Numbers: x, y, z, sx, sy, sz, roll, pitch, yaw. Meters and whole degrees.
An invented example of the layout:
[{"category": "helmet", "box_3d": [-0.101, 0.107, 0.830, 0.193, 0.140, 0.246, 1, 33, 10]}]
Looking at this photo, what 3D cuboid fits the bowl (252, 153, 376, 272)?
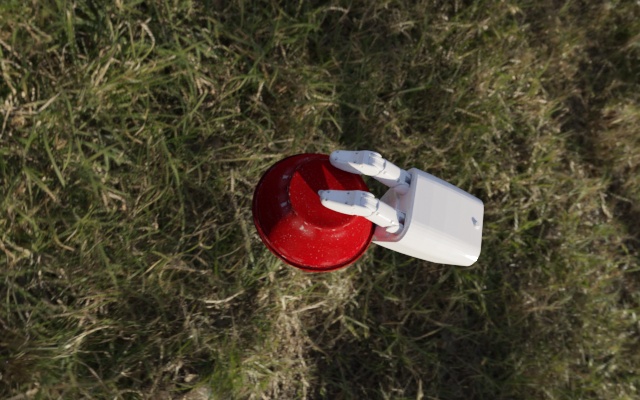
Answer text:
[{"category": "bowl", "box_3d": [-0.001, 0.002, 0.579, 0.162, 0.162, 0.055, 0, -23, -15]}]
